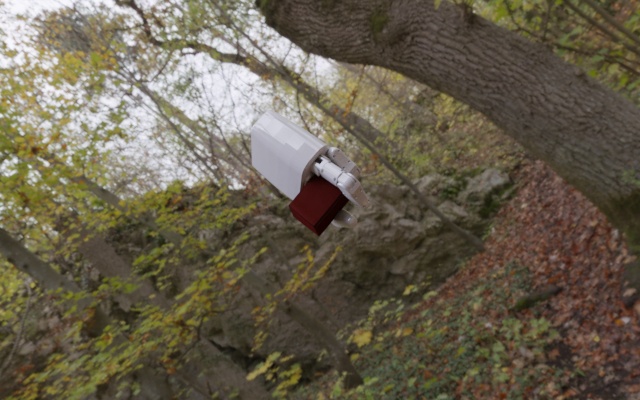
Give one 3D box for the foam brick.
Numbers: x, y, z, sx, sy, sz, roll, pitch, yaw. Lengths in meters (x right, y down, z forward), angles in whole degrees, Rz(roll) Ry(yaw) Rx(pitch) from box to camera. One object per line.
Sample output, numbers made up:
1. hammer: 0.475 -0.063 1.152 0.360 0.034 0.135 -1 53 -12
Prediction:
1. foam brick: 0.000 0.002 0.683 0.051 0.078 0.053 37 -13 16
